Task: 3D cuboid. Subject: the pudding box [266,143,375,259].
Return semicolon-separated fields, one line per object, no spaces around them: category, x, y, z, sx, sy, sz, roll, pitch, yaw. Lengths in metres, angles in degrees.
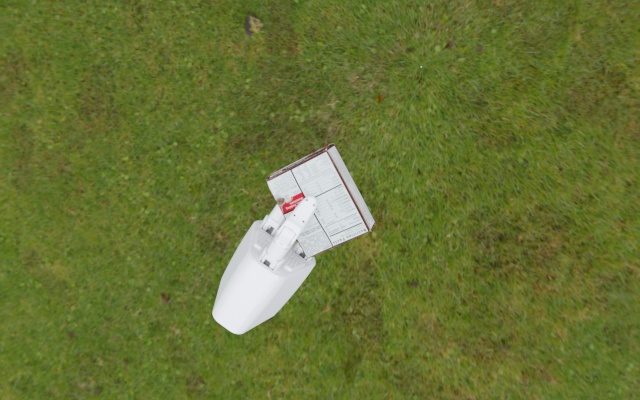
pudding box;0.000;0.002;0.571;0.090;0.113;0.039;-25;10;19
